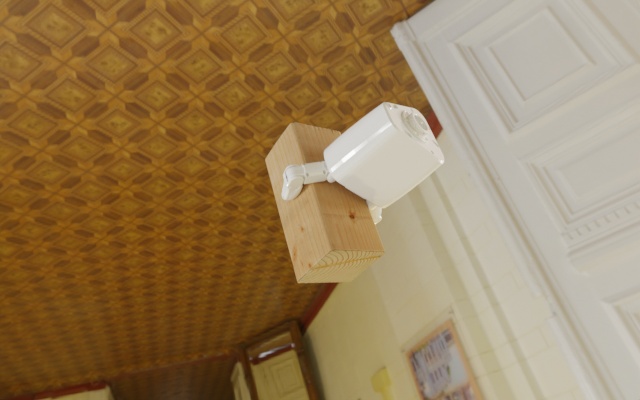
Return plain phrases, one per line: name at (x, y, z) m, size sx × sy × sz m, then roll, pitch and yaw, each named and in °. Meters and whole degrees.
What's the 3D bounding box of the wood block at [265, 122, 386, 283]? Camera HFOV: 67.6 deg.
wood block at (0.000, 0.002, 0.669) m, size 0.091 × 0.206 × 0.090 m, roll 6°, pitch -37°, yaw -35°
